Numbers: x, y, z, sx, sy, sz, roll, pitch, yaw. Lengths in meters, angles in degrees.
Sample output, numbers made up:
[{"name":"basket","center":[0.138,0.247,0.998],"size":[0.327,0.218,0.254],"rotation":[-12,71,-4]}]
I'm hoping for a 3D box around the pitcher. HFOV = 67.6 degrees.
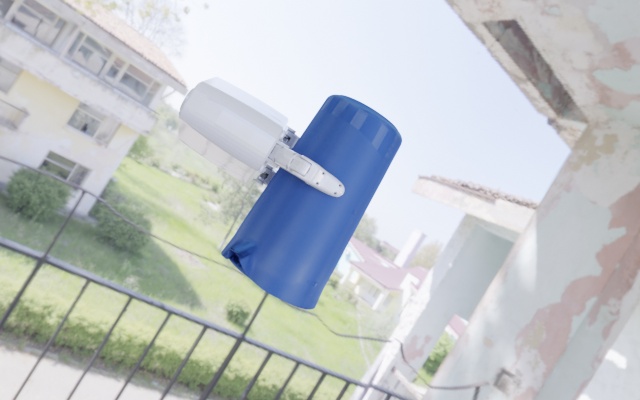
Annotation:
[{"name":"pitcher","center":[0.000,0.002,0.593],"size":[0.145,0.243,0.149],"rotation":[32,0,-9]}]
